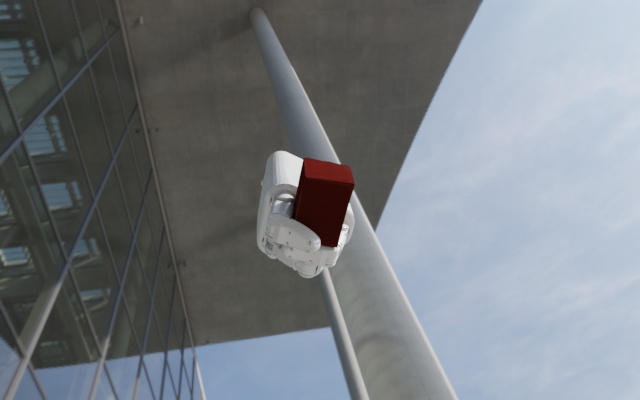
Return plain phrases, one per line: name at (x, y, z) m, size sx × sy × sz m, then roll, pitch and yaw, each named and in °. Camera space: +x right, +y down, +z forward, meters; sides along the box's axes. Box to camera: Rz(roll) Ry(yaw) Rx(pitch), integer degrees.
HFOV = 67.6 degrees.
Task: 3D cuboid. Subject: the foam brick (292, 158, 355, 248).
foam brick at (0.000, 0.001, 0.506) m, size 0.053 × 0.078 × 0.051 m, roll 10°, pitch 28°, yaw -8°
